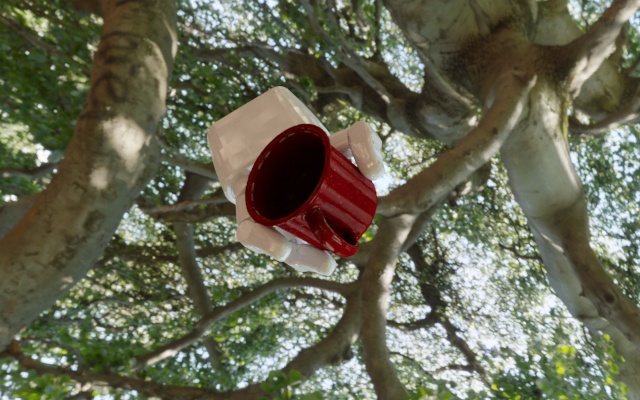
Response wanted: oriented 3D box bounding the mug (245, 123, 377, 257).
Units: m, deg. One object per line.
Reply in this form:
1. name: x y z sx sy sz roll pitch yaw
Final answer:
1. mug: 0.001 0.002 0.405 0.081 0.093 0.117 34 19 -42
